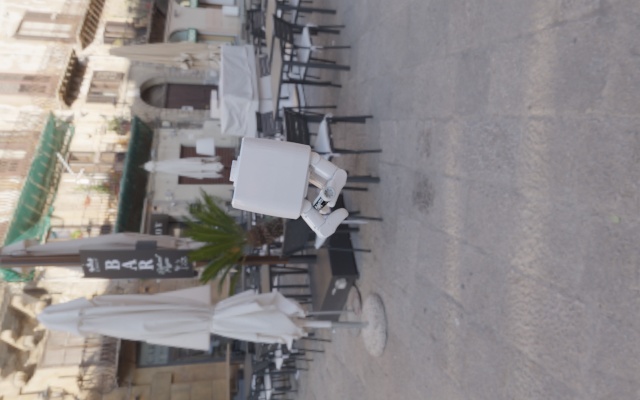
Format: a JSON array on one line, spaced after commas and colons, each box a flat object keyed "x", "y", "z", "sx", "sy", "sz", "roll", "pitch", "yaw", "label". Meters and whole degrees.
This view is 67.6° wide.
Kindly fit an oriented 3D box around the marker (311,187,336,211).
[{"x": 0.000, "y": 0.002, "z": 0.729, "sx": 0.020, "sy": 0.020, "sz": 0.121, "roll": 0, "pitch": -13, "yaw": -12, "label": "marker"}]
